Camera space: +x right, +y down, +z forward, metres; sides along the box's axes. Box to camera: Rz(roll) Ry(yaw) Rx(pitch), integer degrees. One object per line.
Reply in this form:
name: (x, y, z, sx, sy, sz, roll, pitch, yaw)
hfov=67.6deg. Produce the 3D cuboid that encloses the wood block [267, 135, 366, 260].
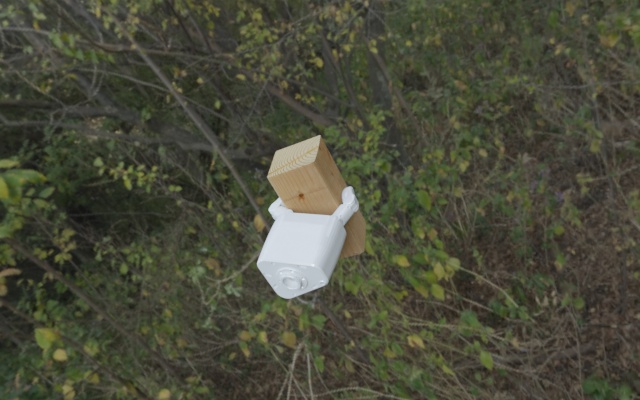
wood block: (0.000, 0.003, 0.849, 0.091, 0.206, 0.090, -17, 33, 20)
